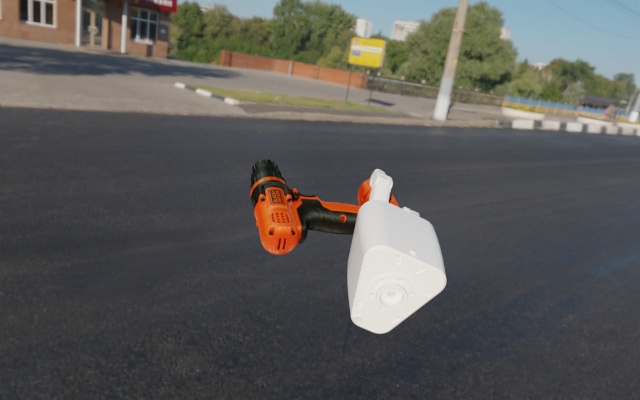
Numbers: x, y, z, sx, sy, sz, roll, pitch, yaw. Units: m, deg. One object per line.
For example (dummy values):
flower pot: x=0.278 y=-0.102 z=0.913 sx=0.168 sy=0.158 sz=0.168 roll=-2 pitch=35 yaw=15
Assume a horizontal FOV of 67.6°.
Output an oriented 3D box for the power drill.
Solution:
power drill: x=0.001 y=0.002 z=0.647 sx=0.187 sy=0.057 sz=0.184 roll=0 pitch=36 yaw=-14
